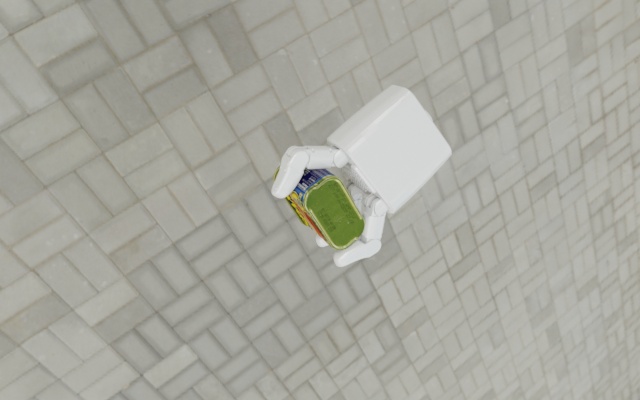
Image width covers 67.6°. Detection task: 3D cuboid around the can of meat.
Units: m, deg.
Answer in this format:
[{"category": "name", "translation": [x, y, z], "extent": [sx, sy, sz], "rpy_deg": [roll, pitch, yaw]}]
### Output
[{"category": "can of meat", "translation": [0.000, 0.002, 0.570], "extent": [0.057, 0.102, 0.084], "rpy_deg": [-39, 34, -9]}]
